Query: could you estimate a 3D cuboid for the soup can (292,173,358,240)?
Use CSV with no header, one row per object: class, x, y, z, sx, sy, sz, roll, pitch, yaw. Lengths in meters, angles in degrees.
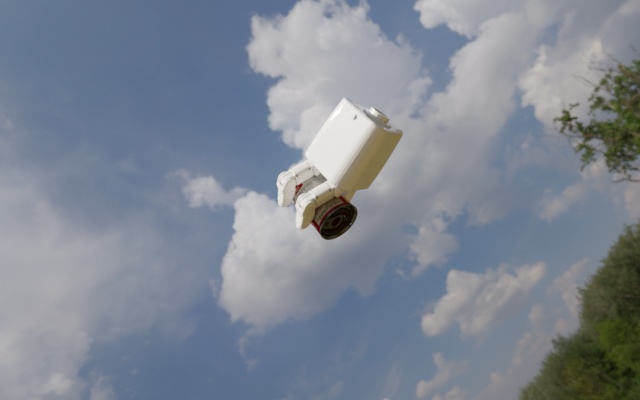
soup can,0.000,0.003,0.740,0.068,0.068,0.102,0,38,-45
